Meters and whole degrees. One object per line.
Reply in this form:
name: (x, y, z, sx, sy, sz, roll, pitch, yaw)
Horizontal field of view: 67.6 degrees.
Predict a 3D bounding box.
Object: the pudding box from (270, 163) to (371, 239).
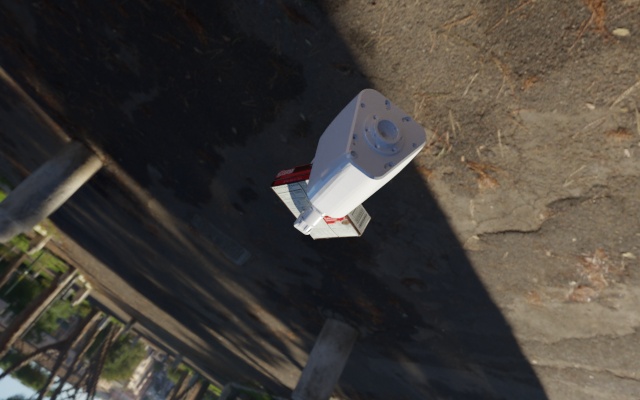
pudding box: (0.000, 0.002, 0.643, 0.090, 0.113, 0.039, -7, 40, 42)
